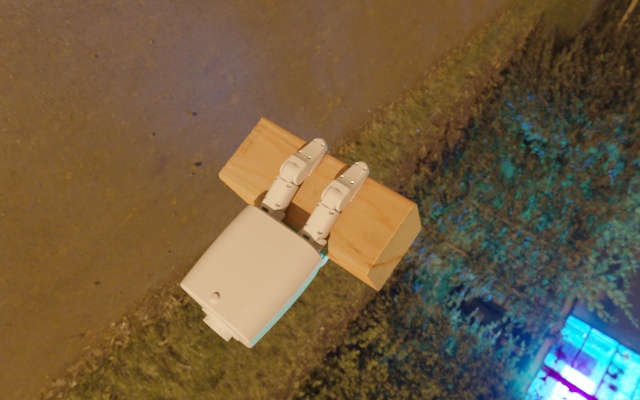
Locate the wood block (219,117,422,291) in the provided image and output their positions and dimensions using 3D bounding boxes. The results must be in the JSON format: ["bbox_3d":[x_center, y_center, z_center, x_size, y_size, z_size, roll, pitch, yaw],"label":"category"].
[{"bbox_3d":[0.000,0.002,0.541,0.206,0.090,0.091,32,-9,23],"label":"wood block"}]
